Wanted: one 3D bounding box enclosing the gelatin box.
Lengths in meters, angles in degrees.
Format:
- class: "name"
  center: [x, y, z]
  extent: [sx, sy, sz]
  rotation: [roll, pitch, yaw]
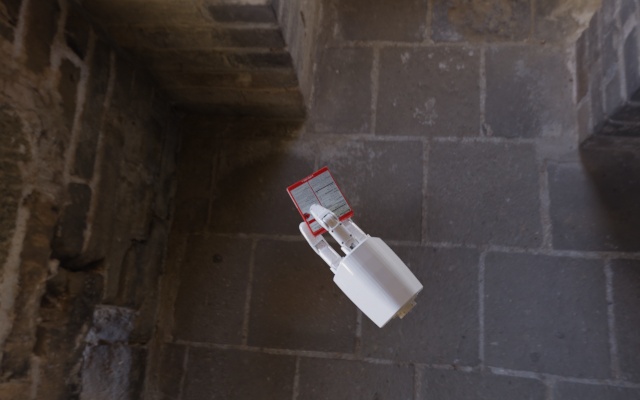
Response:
- class: "gelatin box"
  center: [0.000, 0.002, 0.754]
  extent: [0.073, 0.089, 0.030]
  rotation: [-30, -14, -2]
